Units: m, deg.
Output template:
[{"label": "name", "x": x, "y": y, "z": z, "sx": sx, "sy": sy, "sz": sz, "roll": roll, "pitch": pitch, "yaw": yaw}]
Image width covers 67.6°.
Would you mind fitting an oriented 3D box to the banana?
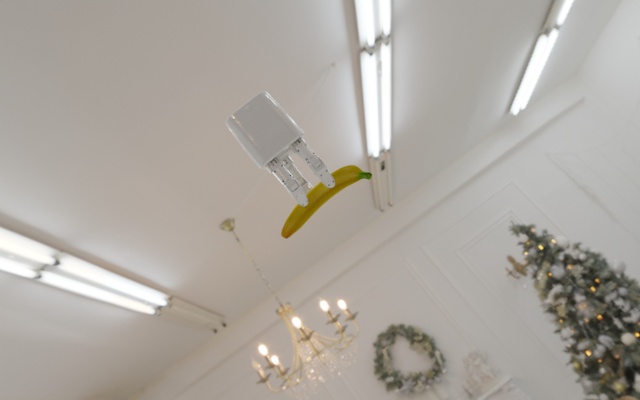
[{"label": "banana", "x": 0.003, "y": -0.007, "z": 0.859, "sx": 0.198, "sy": 0.037, "sz": 0.069, "roll": -38, "pitch": 18, "yaw": 15}]
